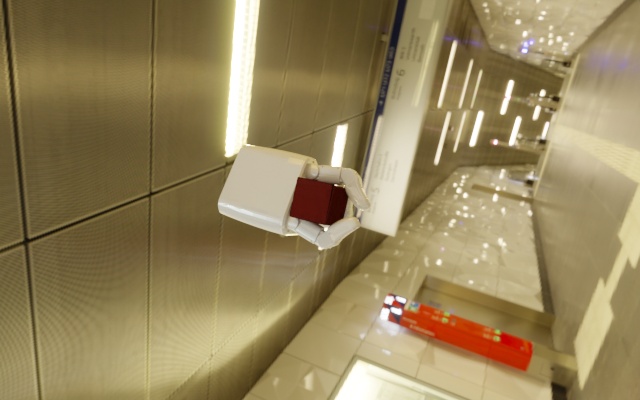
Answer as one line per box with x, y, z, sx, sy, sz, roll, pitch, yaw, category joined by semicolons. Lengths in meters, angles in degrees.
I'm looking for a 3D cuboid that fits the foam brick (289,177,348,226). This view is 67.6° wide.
0.000;0.002;0.626;0.051;0.053;0.078;14;1;18;foam brick
